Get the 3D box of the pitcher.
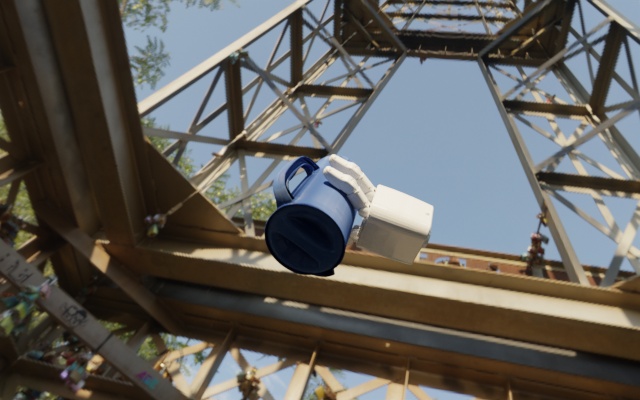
[{"bbox_3d":[0.000,0.003,0.838,0.145,0.149,0.242,21,32,5],"label":"pitcher"}]
